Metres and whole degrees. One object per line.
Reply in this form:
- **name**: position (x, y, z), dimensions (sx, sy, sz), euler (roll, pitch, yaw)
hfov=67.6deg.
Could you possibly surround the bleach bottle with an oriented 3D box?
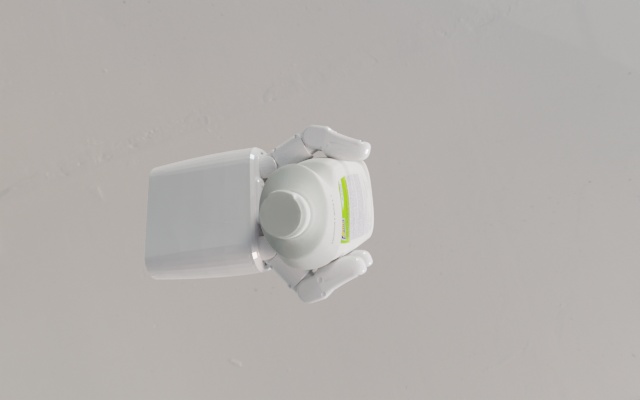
- **bleach bottle**: position (0.000, 0.001, 0.417), dimensions (0.068, 0.102, 0.251), euler (-8, -2, 12)
